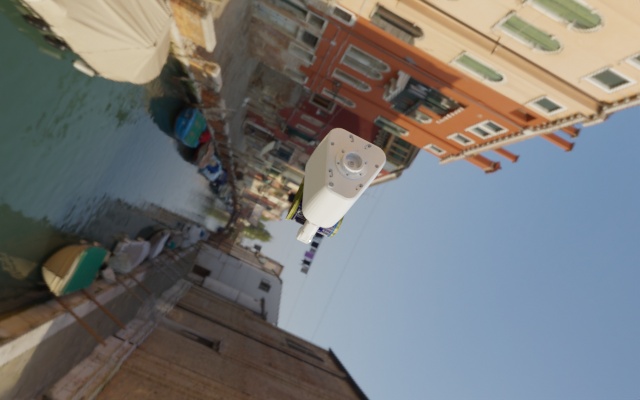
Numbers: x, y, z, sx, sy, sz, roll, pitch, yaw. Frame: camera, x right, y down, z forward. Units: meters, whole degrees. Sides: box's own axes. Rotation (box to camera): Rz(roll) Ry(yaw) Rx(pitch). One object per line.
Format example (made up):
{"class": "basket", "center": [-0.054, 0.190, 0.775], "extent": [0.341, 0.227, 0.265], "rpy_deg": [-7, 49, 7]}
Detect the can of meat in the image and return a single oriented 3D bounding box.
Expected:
{"class": "can of meat", "center": [0.000, 0.003, 0.807], "extent": [0.084, 0.102, 0.057], "rpy_deg": [26, -32, -7]}
